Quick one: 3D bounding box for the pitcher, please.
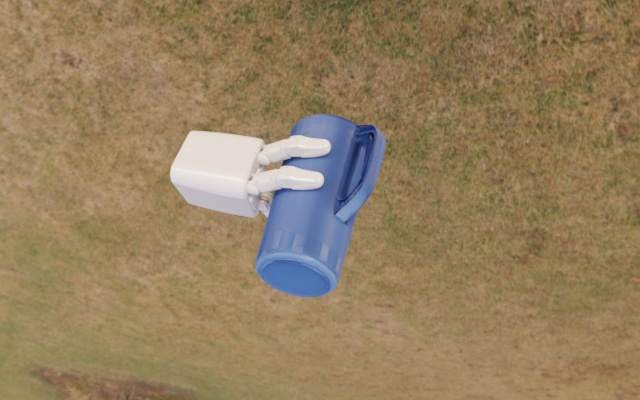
[{"bbox_3d":[0.000,0.002,0.661,0.145,0.242,0.149,11,-36,5],"label":"pitcher"}]
